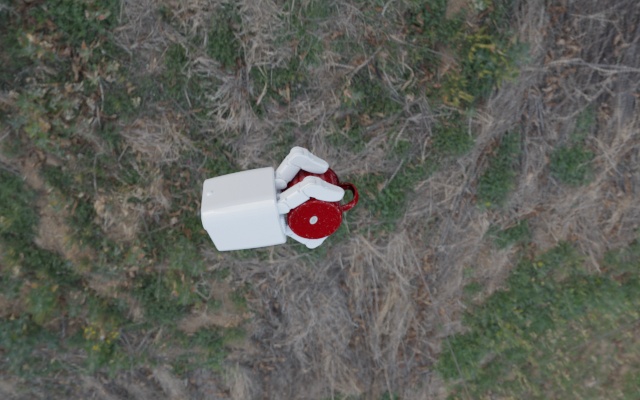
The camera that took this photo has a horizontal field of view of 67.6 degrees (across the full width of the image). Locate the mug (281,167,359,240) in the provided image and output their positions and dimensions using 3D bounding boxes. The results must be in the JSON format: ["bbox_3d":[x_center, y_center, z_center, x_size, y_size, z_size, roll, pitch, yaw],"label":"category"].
[{"bbox_3d":[0.002,0.002,0.721,0.117,0.093,0.081,-9,42,0],"label":"mug"}]
